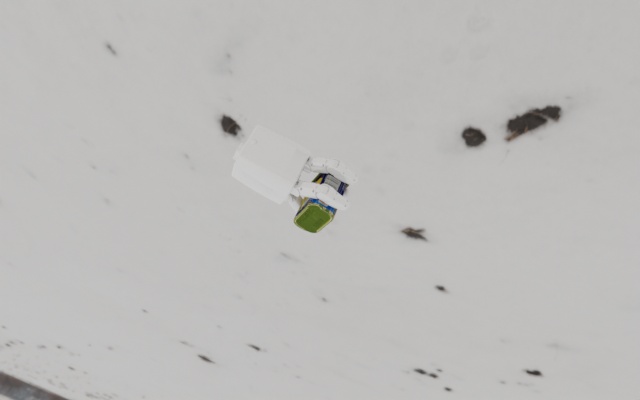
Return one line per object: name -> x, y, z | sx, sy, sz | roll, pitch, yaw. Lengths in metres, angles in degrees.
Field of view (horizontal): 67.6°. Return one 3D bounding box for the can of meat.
can of meat -> 0.000, 0.003, 0.859 | 0.057, 0.084, 0.102 | 31, -33, -10
